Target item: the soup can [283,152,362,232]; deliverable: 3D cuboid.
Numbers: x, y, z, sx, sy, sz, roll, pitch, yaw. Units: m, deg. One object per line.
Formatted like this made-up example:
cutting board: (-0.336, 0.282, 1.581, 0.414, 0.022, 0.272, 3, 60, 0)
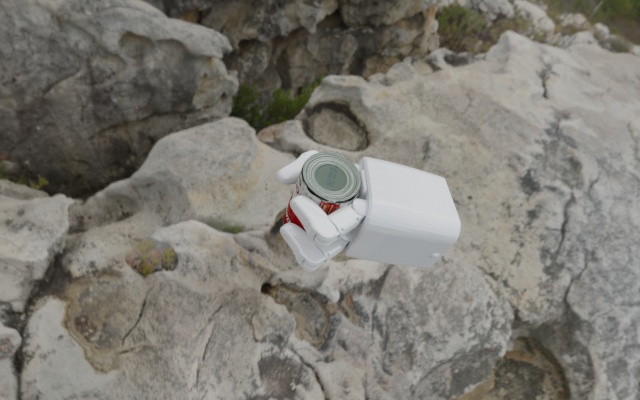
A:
soup can: (0.000, 0.001, 0.541, 0.068, 0.068, 0.102, 0, -33, -17)
